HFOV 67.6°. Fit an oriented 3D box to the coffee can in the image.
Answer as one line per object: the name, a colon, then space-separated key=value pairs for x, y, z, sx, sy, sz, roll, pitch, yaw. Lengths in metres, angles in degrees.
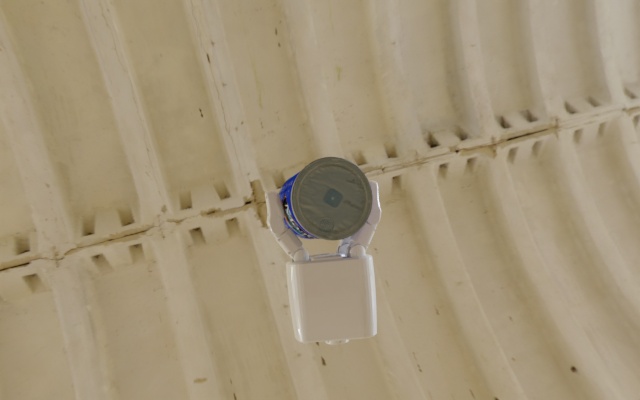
coffee can: x=0.000 y=0.002 z=0.648 sx=0.103 sy=0.103 sz=0.140 roll=0 pitch=-4 yaw=-13
